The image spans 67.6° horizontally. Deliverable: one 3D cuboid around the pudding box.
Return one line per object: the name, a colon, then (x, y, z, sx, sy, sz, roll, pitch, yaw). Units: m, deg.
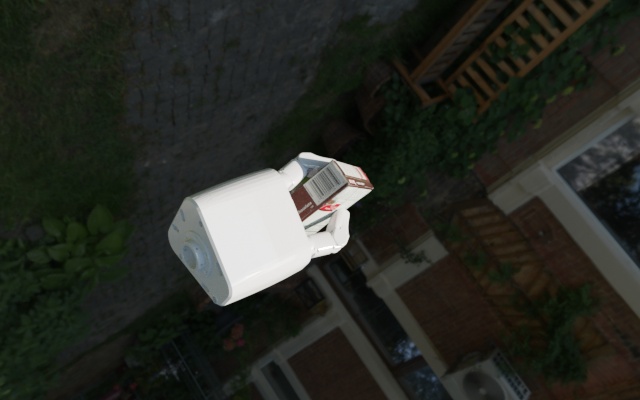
pudding box: (0.000, 0.002, 0.584, 0.113, 0.039, 0.090, -37, -15, 19)
